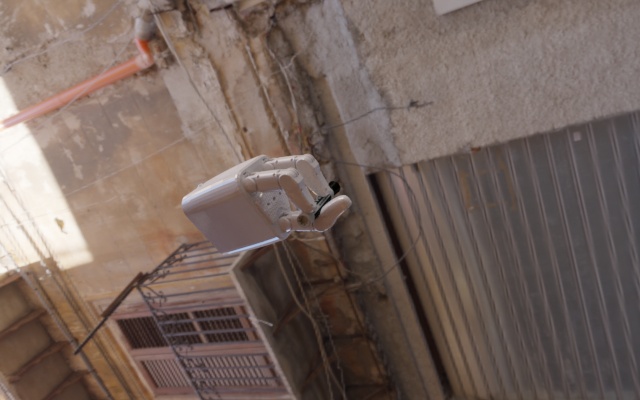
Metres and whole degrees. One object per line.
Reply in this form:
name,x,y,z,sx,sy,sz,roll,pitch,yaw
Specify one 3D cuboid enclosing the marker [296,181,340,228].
marker,0.000,0.002,0.629,0.020,0.020,0.121,0,23,22
